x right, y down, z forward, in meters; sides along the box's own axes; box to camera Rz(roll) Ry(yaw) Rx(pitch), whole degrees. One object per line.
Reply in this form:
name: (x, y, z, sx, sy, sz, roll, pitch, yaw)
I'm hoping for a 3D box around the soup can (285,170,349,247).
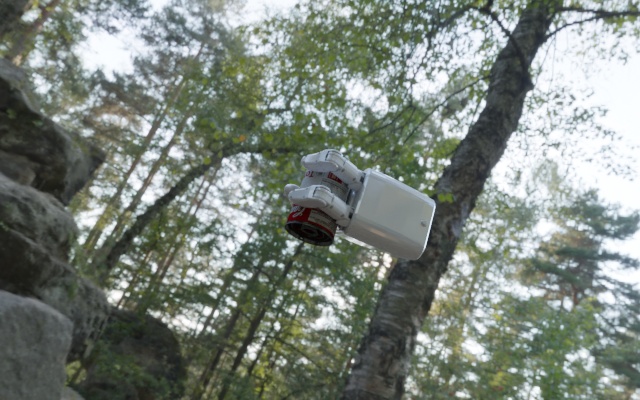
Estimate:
soup can: (0.000, 0.002, 0.651, 0.068, 0.102, 0.068, 17, -24, 8)
